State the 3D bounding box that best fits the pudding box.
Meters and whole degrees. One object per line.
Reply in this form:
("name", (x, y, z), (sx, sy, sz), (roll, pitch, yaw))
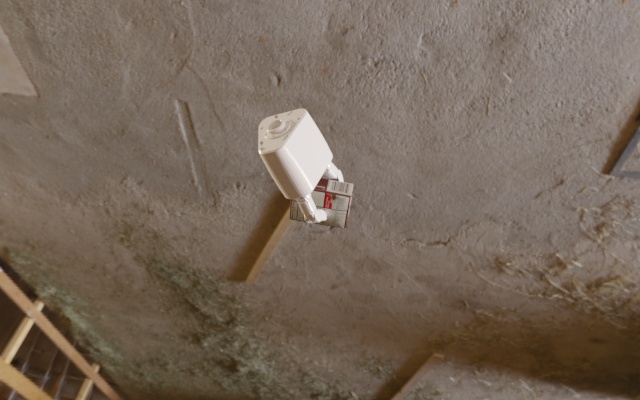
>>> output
("pudding box", (0.000, 0.003, 0.888), (0.113, 0.090, 0.039), (11, 46, 4))
